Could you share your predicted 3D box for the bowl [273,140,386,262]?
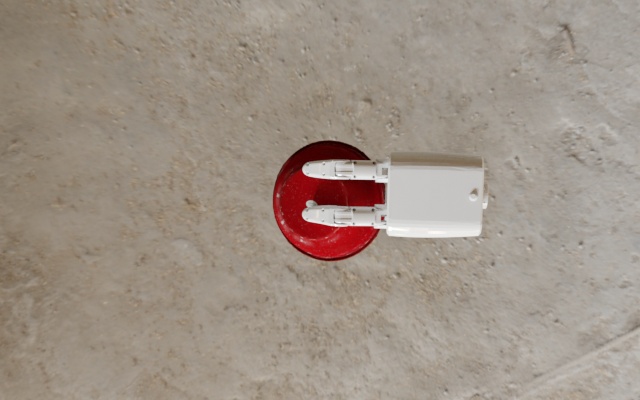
[{"bbox_3d":[-0.001,0.002,0.612,0.162,0.162,0.055,0,3,21],"label":"bowl"}]
